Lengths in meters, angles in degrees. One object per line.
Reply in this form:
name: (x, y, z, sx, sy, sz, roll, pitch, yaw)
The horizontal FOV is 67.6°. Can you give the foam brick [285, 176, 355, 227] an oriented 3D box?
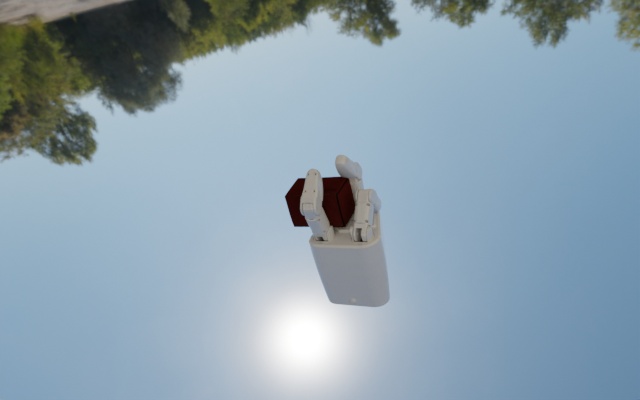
foam brick: (0.000, 0.002, 0.649, 0.078, 0.051, 0.053, -1, 31, 25)
